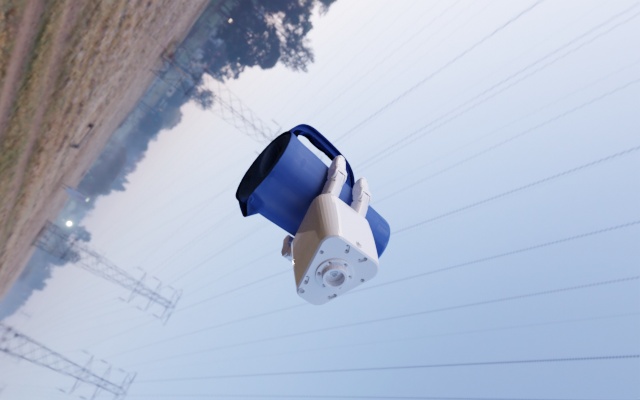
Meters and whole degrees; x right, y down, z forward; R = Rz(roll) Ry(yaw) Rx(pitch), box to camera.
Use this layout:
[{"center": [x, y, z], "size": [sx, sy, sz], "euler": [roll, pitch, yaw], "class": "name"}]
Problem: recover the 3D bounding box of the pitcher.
[{"center": [0.000, 0.003, 0.771], "size": [0.243, 0.149, 0.145], "euler": [38, 18, -22], "class": "pitcher"}]
